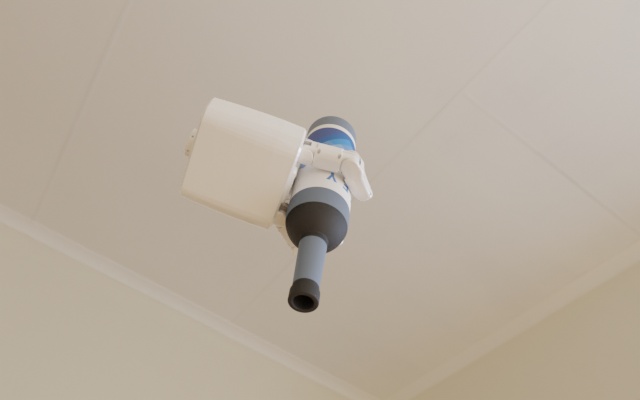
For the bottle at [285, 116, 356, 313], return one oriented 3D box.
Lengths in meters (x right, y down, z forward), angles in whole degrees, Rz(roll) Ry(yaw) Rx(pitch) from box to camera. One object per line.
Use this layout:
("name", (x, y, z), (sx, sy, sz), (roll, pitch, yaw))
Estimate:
("bottle", (0.000, 0.002, 0.528), (0.069, 0.069, 0.295), (0, 36, 7))
